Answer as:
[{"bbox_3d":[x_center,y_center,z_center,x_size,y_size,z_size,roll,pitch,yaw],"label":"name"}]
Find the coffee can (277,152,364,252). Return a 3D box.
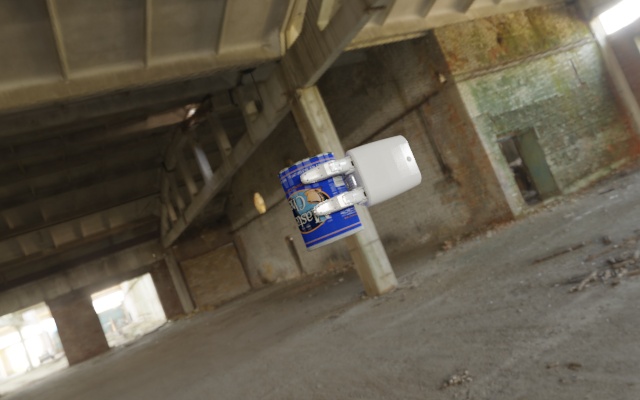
[{"bbox_3d":[0.000,0.003,0.804,0.103,0.140,0.103,-22,-4,-2],"label":"coffee can"}]
